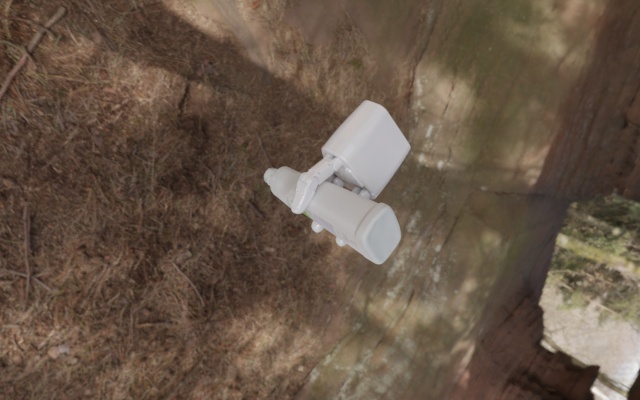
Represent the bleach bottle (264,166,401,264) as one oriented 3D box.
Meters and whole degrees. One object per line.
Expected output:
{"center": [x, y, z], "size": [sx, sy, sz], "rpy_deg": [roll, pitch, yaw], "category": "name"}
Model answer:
{"center": [0.000, 0.002, 0.728], "size": [0.250, 0.068, 0.103], "rpy_deg": [29, -17, 36], "category": "bleach bottle"}
